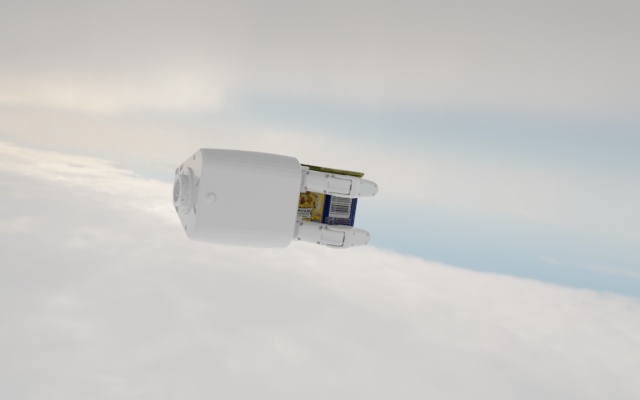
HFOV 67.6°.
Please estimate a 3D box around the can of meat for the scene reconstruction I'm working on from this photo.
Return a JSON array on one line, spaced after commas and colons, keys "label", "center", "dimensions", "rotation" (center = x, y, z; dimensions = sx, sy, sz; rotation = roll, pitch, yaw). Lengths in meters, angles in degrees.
[{"label": "can of meat", "center": [0.000, 0.002, 0.563], "dimensions": [0.057, 0.084, 0.102], "rotation": [6, 5, -34]}]
